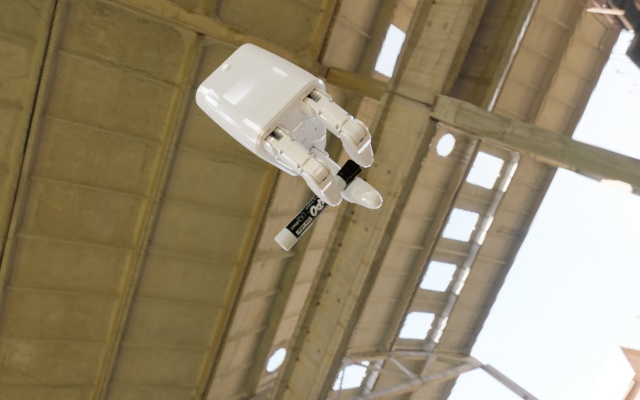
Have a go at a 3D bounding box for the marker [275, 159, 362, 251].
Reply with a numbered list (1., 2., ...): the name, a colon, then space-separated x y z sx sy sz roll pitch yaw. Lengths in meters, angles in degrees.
1. marker: 0.000 0.002 0.494 0.020 0.121 0.020 41 -12 10
